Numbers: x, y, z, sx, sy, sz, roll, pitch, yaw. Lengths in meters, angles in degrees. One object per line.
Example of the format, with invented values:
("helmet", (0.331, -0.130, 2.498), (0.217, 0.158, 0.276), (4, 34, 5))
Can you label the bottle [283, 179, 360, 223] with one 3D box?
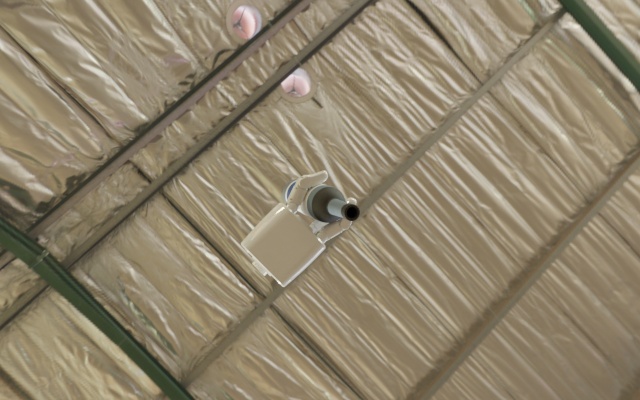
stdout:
("bottle", (0.000, 0.003, 0.887), (0.069, 0.069, 0.295), (0, 6, -20))
